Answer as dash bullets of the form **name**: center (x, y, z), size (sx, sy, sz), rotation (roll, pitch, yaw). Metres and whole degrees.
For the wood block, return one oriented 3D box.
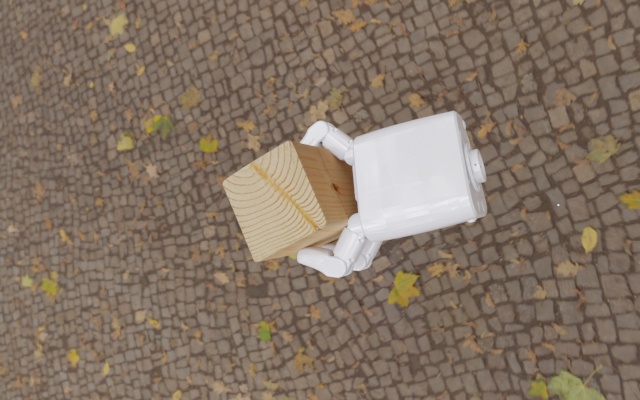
- **wood block**: center (0.000, 0.001, 0.540), size (0.090, 0.091, 0.206), rotation (-29, -13, 23)
